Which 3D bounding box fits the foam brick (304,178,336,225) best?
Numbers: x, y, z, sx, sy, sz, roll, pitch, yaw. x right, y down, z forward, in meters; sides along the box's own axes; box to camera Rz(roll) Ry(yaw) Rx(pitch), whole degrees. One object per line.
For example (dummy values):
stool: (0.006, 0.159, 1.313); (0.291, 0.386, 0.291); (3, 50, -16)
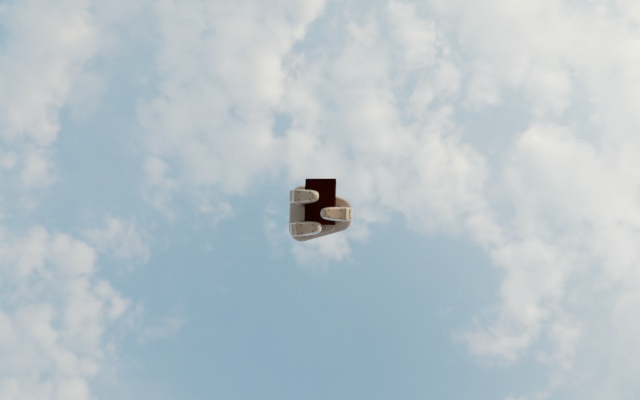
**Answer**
foam brick: (0.000, 0.002, 0.810); (0.053, 0.078, 0.051); (2, -2, 3)
